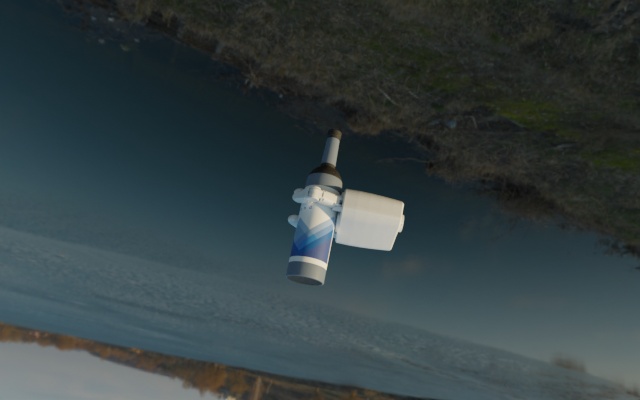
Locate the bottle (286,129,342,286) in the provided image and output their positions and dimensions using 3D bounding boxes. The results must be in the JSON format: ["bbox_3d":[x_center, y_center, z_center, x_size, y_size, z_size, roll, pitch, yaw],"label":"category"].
[{"bbox_3d":[0.000,0.003,0.869,0.069,0.295,0.069,10,-21,4],"label":"bottle"}]
